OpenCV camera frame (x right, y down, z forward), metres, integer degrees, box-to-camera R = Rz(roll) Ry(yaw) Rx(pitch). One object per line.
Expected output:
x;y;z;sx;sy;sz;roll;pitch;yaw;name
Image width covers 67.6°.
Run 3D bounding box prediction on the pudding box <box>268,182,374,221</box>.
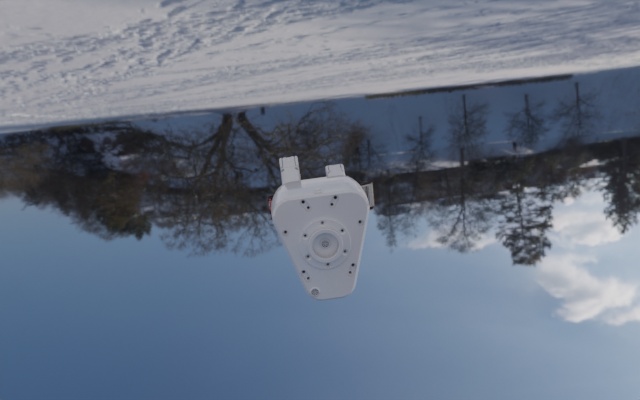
0.000;0.002;0.622;0.113;0.039;0.090;-11;9;-29;pudding box
